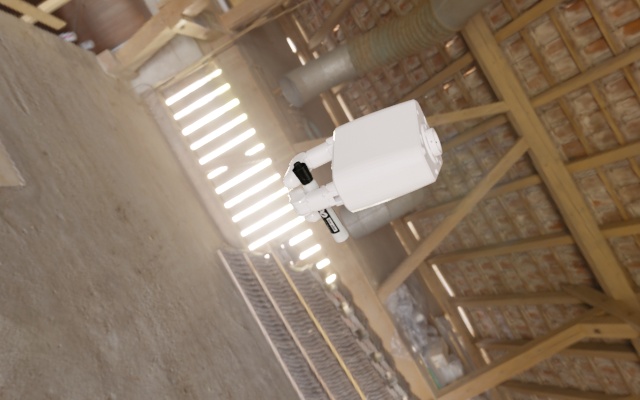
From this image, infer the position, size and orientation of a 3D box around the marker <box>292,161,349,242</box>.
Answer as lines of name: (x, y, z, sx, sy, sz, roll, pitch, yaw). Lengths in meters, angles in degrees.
marker: (0.000, 0.002, 0.591, 0.020, 0.121, 0.020, -25, 26, 13)
